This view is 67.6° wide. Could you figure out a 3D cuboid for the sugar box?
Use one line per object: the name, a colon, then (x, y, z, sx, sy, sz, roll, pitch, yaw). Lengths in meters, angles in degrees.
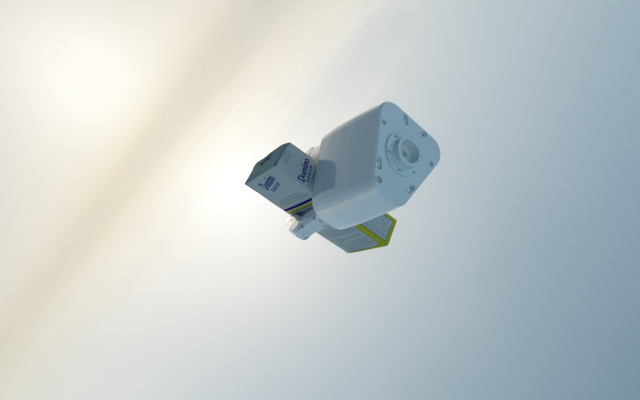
sugar box: (0.000, 0.002, 0.603, 0.176, 0.048, 0.093, 38, -29, -20)
